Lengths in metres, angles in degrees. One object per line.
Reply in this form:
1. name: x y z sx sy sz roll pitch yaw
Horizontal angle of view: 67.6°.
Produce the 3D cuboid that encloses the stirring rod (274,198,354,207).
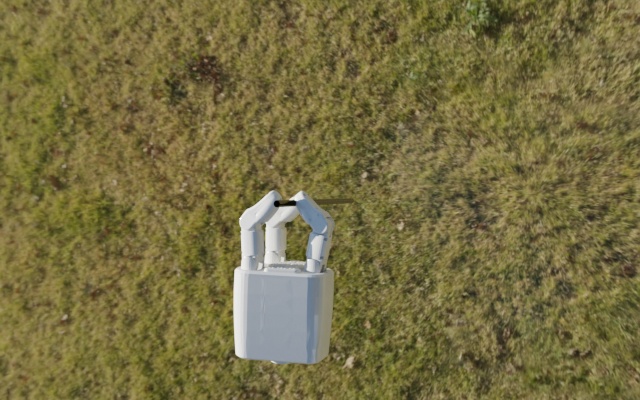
1. stirring rod: 0.000 0.002 0.641 0.011 0.011 0.239 0 1 24
